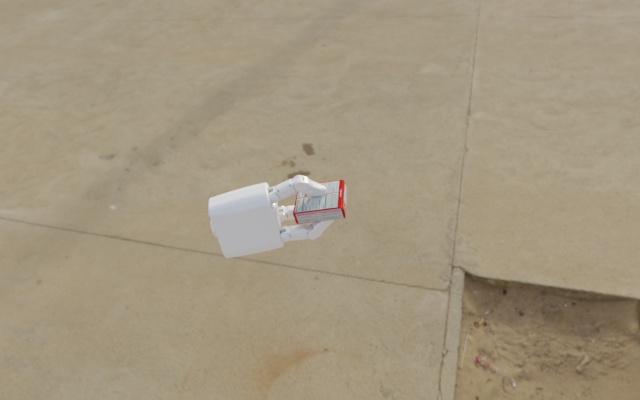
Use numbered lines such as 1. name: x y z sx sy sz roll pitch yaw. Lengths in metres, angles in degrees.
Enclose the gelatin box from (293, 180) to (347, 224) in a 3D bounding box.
1. gelatin box: 0.000 0.002 0.836 0.089 0.030 0.073 -9 41 14
